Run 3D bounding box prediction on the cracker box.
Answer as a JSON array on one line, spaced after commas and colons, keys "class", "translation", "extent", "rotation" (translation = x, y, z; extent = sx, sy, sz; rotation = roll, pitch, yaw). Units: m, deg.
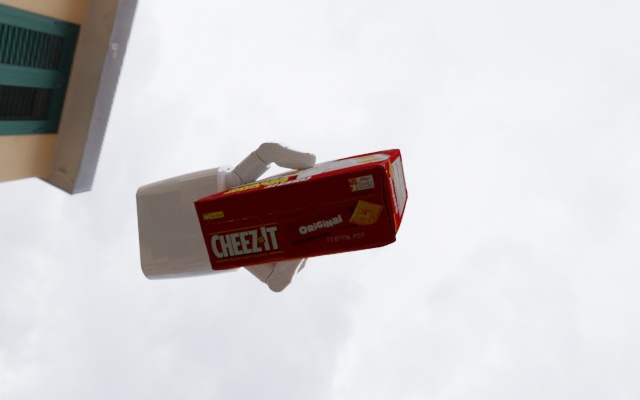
[{"class": "cracker box", "translation": [0.000, 0.001, 0.484], "extent": [0.164, 0.072, 0.213], "rotation": [-11, 7, 14]}]
